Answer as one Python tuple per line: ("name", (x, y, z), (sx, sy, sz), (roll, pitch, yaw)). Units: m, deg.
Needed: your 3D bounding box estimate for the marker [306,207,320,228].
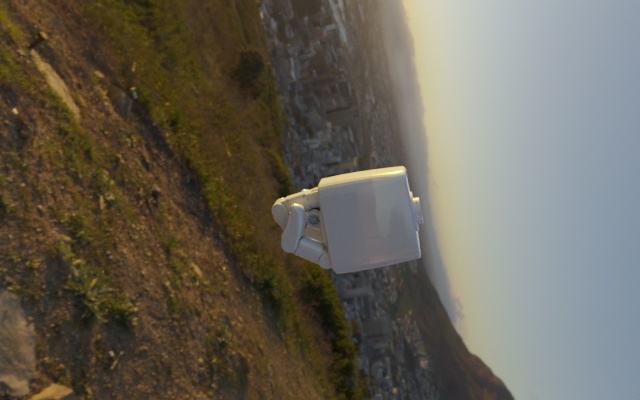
("marker", (0.000, 0.002, 0.625), (0.020, 0.020, 0.121), (0, 21, 8))
